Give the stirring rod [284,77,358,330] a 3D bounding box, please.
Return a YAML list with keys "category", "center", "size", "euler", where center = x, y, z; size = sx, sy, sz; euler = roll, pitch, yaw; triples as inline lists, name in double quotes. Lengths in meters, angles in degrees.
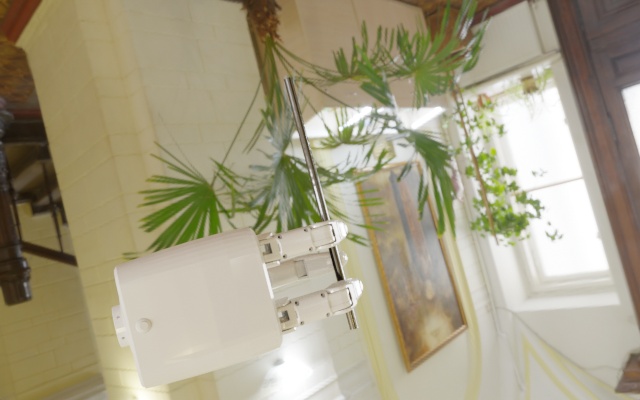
- category: "stirring rod"
  center: [0.000, 0.001, 0.445]
  size: [0.011, 0.239, 0.011]
  euler: [-15, -3, -1]
